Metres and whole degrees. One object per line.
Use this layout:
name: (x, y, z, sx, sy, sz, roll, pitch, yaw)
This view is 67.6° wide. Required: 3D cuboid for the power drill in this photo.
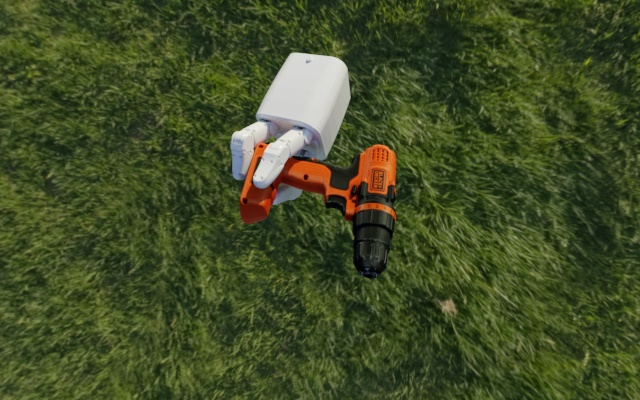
power drill: (0.000, 0.002, 0.591, 0.187, 0.184, 0.057, 8, -36, 2)
